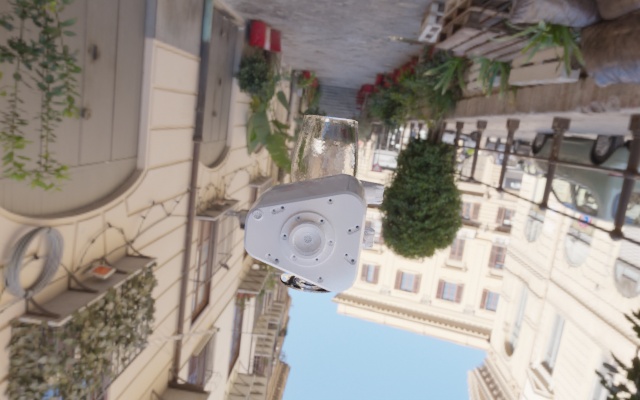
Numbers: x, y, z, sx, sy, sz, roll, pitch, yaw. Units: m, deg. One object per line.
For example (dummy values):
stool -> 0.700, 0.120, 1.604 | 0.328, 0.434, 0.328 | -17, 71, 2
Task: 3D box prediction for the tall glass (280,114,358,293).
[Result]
tall glass -> 0.000, 0.002, 0.563 | 0.079, 0.201, 0.079 | 7, 10, -1
